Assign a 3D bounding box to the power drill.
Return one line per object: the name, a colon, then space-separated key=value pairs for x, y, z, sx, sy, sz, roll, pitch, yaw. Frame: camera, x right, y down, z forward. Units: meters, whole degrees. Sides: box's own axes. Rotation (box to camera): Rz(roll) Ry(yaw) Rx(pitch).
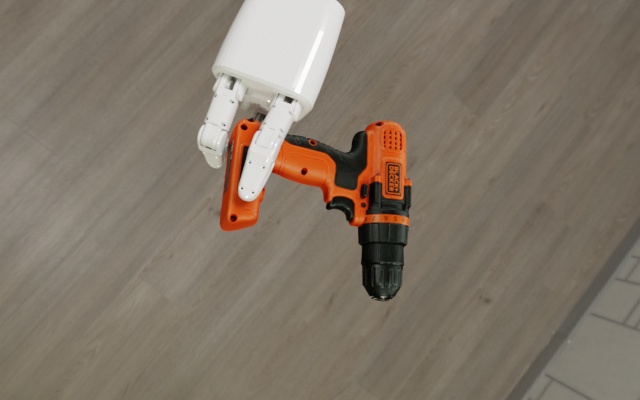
power drill: x=0.000 y=0.001 z=0.468 sx=0.187 sy=0.184 sz=0.057 roll=7 pitch=-15 yaw=-19
